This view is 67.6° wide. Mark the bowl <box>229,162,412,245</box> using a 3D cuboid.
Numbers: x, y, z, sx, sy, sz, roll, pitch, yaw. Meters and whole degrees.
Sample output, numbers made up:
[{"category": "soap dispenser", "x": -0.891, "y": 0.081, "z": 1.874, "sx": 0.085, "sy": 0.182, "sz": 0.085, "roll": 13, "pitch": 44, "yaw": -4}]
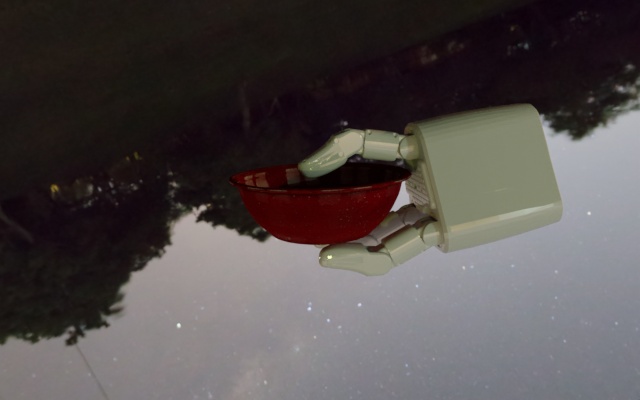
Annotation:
[{"category": "bowl", "x": -0.001, "y": 0.002, "z": 0.433, "sx": 0.162, "sy": 0.055, "sz": 0.162, "roll": -1, "pitch": 12, "yaw": 0}]
